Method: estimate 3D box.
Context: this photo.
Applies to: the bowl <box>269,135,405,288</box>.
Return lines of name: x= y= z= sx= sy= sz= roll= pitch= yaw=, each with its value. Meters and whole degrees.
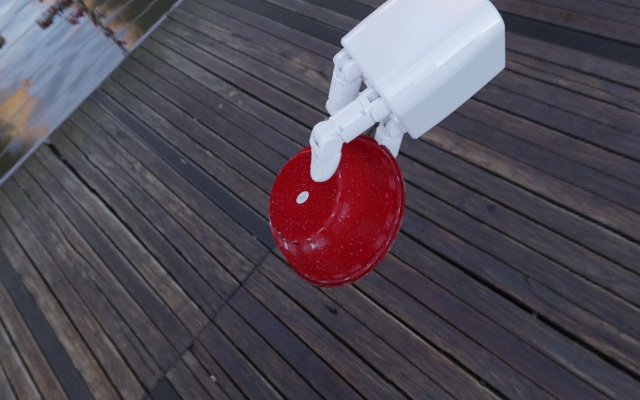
bowl: x=-0.001 y=0.002 z=0.471 sx=0.162 sy=0.162 sz=0.055 roll=0 pitch=-15 yaw=41
